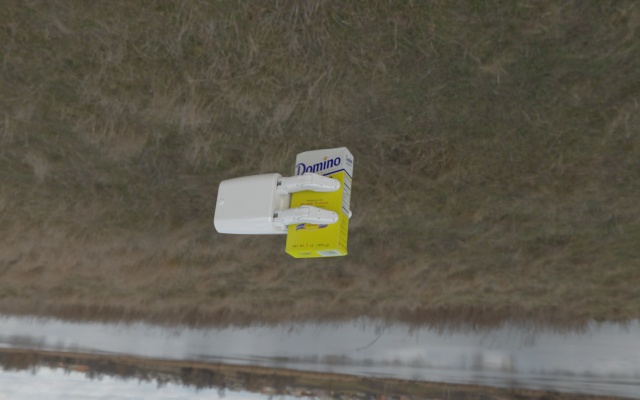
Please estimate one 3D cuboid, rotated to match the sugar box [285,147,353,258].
[{"bbox_3d":[0.000,0.002,0.778,0.093,0.176,0.048,-5,-21,23],"label":"sugar box"}]
